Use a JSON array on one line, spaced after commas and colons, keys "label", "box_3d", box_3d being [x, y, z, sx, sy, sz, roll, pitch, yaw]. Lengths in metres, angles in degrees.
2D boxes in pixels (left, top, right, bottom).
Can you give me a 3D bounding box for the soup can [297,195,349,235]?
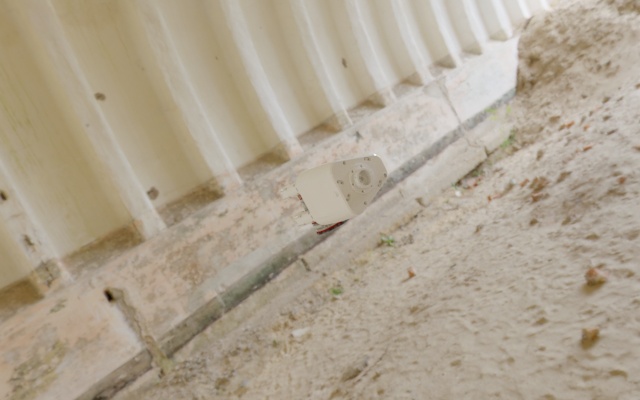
[{"label": "soup can", "box_3d": [0.000, 0.003, 0.875, 0.068, 0.102, 0.068, -28, 7, 4]}]
